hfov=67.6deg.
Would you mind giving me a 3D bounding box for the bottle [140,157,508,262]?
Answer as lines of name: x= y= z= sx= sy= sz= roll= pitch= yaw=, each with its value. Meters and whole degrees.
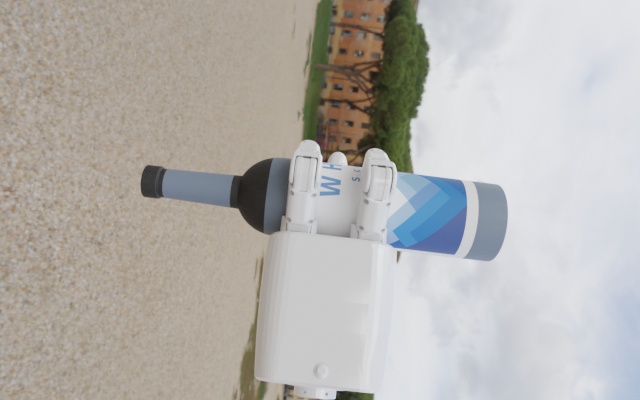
bottle: x=0.000 y=0.001 z=0.403 sx=0.296 sy=0.069 sz=0.069 roll=7 pitch=0 yaw=-2
